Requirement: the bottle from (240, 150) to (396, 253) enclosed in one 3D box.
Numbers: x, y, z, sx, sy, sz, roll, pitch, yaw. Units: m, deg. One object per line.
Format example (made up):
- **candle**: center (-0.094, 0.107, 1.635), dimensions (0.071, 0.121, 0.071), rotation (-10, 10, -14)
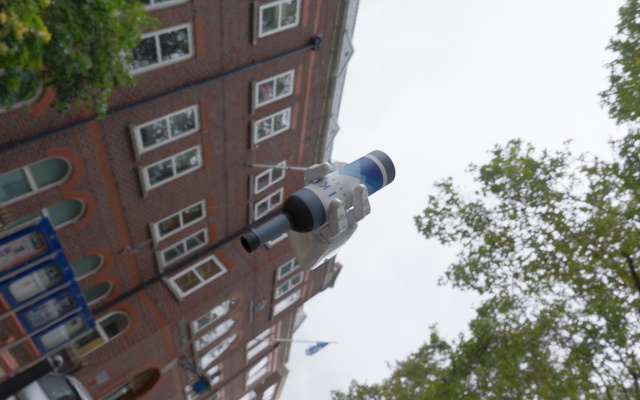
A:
- **bottle**: center (0.000, 0.002, 0.769), dimensions (0.295, 0.069, 0.069), rotation (-30, 17, -32)
